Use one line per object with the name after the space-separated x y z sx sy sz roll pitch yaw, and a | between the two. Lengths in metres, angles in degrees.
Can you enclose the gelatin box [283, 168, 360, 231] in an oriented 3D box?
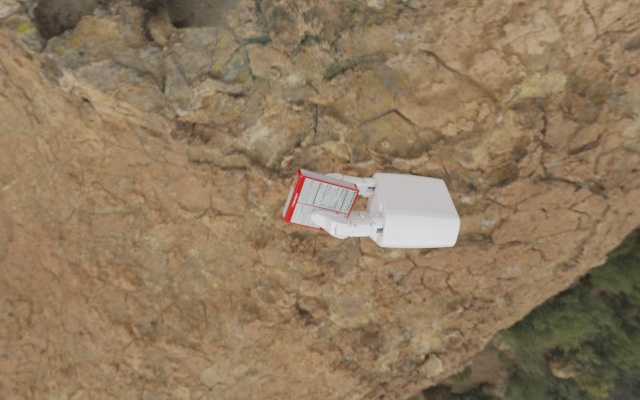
0.000 0.002 0.666 0.089 0.073 0.030 13 23 -17 | gelatin box
